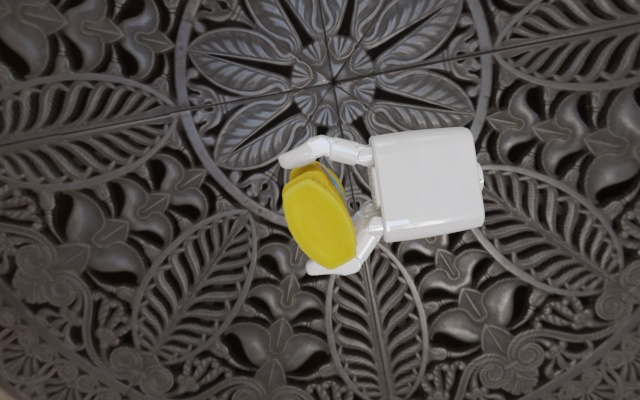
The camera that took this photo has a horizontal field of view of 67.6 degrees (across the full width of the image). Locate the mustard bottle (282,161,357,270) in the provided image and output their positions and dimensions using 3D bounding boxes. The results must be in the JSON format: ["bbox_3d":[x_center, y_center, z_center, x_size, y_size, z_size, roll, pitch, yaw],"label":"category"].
[{"bbox_3d":[0.000,0.002,0.546,0.058,0.096,0.191,-31,12,8],"label":"mustard bottle"}]
